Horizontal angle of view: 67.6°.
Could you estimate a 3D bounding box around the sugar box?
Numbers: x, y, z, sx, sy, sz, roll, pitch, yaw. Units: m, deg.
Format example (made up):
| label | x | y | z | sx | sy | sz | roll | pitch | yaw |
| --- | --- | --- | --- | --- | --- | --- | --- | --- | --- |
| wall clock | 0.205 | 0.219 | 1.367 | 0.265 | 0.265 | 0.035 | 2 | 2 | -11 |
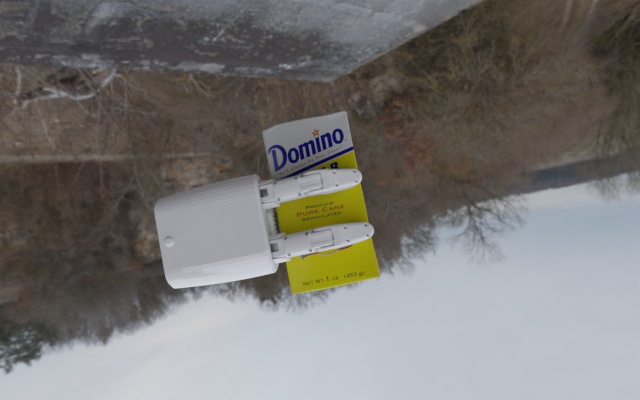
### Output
| label | x | y | z | sx | sy | sz | roll | pitch | yaw |
| --- | --- | --- | --- | --- | --- | --- | --- | --- | --- |
| sugar box | 0.000 | 0.002 | 0.502 | 0.093 | 0.176 | 0.048 | -12 | -5 | 3 |
